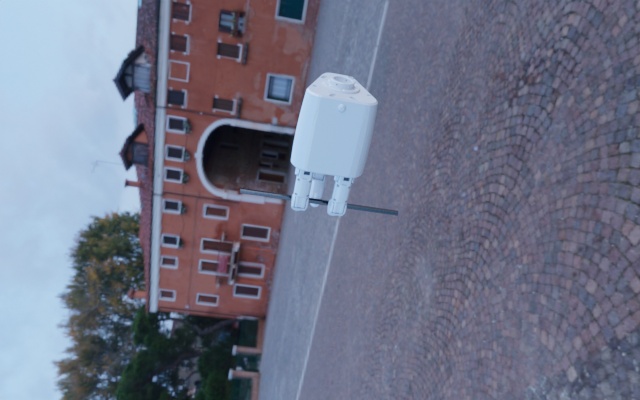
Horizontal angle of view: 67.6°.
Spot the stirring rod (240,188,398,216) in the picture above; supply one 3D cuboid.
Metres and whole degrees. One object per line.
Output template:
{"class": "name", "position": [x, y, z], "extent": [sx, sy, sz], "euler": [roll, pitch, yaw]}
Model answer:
{"class": "stirring rod", "position": [0.000, 0.002, 0.718], "extent": [0.239, 0.011, 0.011], "euler": [8, -1, -7]}
